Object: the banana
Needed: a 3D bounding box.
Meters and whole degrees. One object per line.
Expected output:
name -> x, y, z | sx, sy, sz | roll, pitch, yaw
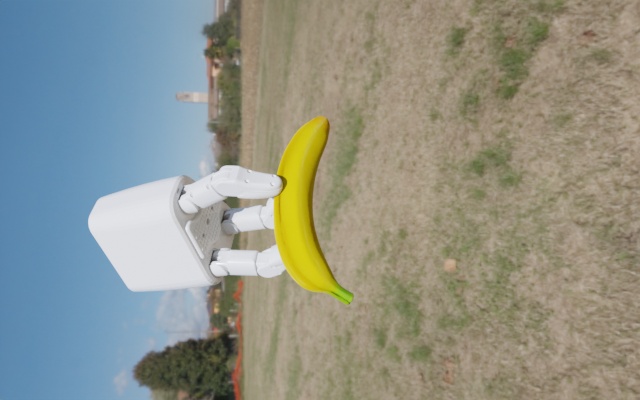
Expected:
banana -> -0.014, 0.002, 0.460 | 0.069, 0.197, 0.037 | 10, -25, -37
